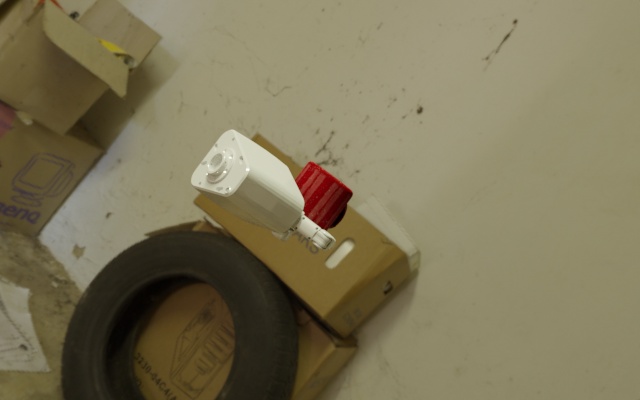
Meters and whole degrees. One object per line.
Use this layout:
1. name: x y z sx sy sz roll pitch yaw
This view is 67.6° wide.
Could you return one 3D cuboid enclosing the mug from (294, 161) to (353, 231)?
1. mug: 0.001 0.003 0.702 0.117 0.081 0.093 35 2 -44
